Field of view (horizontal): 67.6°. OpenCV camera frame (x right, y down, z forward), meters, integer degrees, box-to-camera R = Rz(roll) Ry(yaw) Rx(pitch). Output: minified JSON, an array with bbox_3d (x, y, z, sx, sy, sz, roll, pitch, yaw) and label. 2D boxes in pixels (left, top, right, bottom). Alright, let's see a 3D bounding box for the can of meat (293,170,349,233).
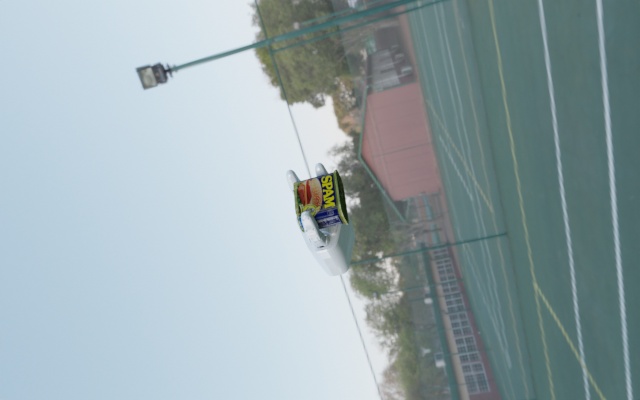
[{"bbox_3d":[0.000,0.003,0.864,0.084,0.102,0.057,-14,-35,12],"label":"can of meat"}]
